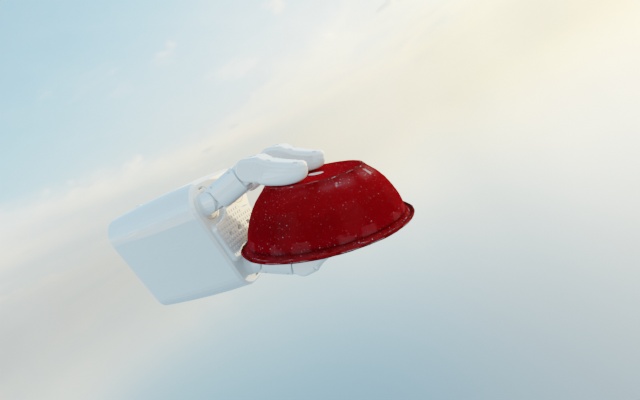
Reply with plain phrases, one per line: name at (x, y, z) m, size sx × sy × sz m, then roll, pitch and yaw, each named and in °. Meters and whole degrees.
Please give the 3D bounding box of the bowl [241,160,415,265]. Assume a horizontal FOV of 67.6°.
bowl at (0.001, 0.001, 0.431) m, size 0.162 × 0.055 × 0.162 m, roll -13°, pitch 12°, yaw 3°
